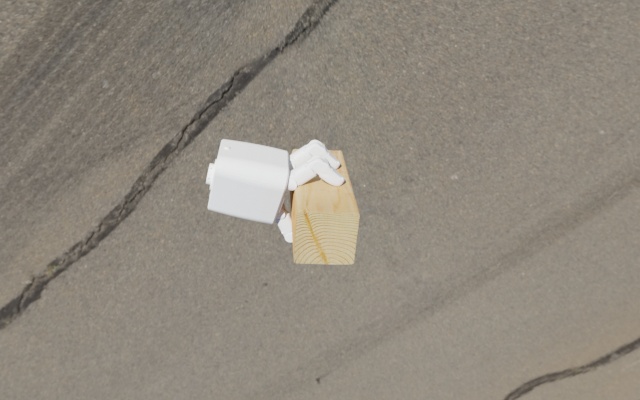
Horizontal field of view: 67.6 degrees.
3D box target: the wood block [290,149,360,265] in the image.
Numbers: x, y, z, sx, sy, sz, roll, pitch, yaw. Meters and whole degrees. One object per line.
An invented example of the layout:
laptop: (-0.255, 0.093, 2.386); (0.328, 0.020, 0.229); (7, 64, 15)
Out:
wood block: (0.000, 0.003, 0.758); (0.090, 0.091, 0.206); (2, 31, -6)
